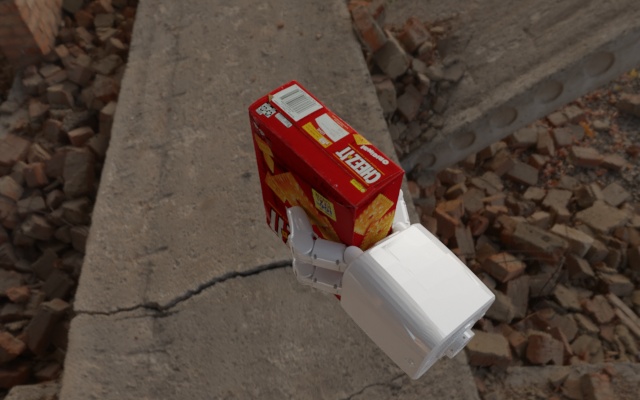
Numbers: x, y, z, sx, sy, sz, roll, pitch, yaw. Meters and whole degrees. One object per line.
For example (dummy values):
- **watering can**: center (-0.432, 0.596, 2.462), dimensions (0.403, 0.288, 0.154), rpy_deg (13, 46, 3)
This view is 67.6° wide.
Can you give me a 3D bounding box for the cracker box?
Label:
- **cracker box**: center (0.000, 0.002, 0.532), dimensions (0.072, 0.164, 0.214), rpy_deg (-34, -29, -22)
